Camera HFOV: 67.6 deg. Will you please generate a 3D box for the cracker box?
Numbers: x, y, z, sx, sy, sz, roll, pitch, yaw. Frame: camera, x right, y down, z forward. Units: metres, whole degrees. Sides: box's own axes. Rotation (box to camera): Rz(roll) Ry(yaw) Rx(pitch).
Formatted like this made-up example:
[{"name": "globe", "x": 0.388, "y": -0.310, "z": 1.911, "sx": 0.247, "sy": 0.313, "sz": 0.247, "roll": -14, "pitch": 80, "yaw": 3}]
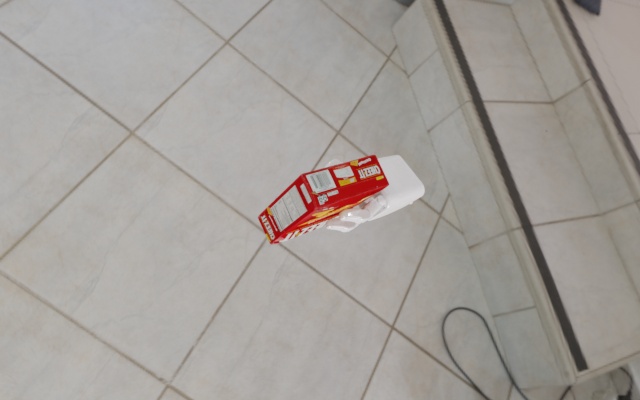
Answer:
[{"name": "cracker box", "x": 0.000, "y": 0.003, "z": 0.889, "sx": 0.164, "sy": 0.072, "sz": 0.214, "roll": -18, "pitch": -12, "yaw": -33}]
